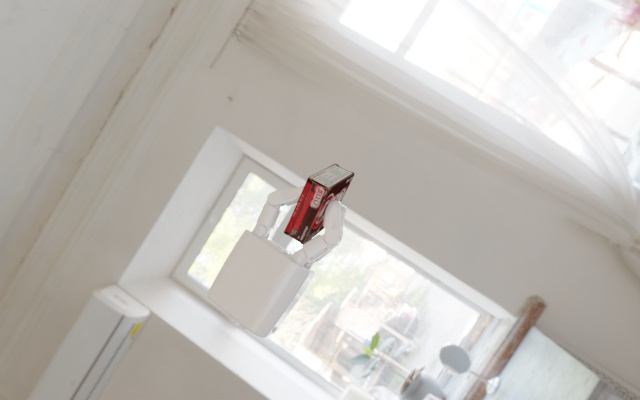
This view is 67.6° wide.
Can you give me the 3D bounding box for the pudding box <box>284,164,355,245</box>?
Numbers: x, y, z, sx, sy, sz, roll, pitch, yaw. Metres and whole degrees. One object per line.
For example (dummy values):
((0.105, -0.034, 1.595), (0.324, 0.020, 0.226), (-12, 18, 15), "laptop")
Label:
((0.000, 0.002, 0.668), (0.039, 0.090, 0.113), (30, 23, 10), "pudding box")
